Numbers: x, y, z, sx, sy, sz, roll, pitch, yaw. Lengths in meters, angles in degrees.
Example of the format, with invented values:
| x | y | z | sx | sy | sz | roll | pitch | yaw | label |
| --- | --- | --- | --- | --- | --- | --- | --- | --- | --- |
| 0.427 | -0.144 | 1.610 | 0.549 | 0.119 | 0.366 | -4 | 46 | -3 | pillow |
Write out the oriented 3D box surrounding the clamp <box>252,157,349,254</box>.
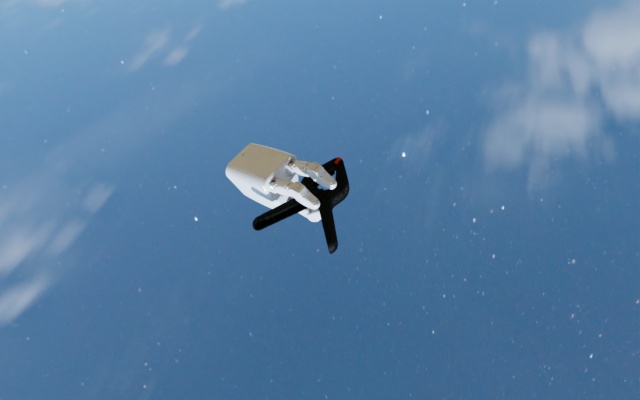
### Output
| x | y | z | sx | sy | sz | roll | pitch | yaw | label |
| --- | --- | --- | --- | --- | --- | --- | --- | --- | --- |
| 0.000 | 0.003 | 0.862 | 0.164 | 0.036 | 0.210 | 22 | 55 | 28 | clamp |
